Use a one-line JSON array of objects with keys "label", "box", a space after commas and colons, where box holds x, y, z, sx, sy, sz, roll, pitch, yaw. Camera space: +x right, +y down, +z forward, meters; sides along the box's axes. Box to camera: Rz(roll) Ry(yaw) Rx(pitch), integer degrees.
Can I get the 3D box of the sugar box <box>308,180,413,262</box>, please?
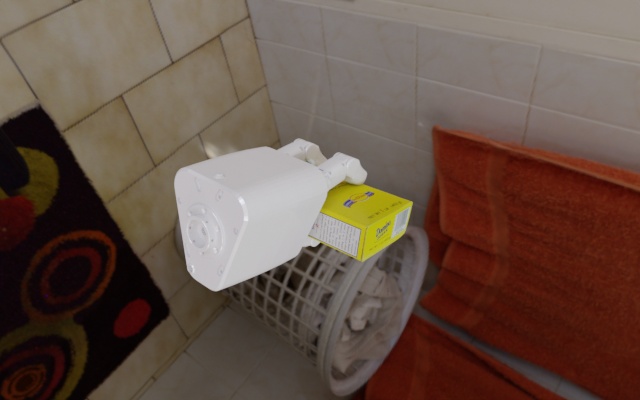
[{"label": "sugar box", "box": [0.000, 0.001, 0.523, 0.176, 0.048, 0.093, 24, 28, 30]}]
